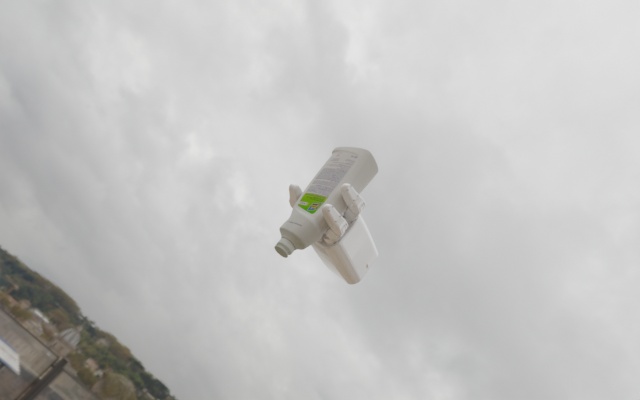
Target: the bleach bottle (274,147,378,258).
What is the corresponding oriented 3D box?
[{"bbox_3d":[0.000,0.003,0.864,0.102,0.068,0.250,8,47,45],"label":"bleach bottle"}]
